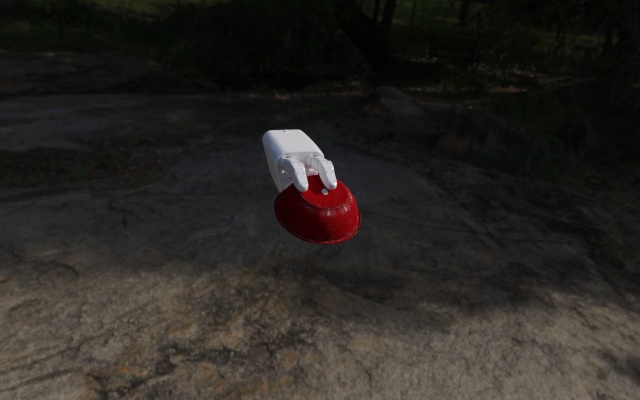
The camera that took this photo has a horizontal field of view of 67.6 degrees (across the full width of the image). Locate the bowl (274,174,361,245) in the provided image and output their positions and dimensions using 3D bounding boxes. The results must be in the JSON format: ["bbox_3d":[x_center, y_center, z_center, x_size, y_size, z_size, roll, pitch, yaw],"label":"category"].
[{"bbox_3d":[0.001,0.003,0.853,0.162,0.055,0.162,9,41,-8],"label":"bowl"}]
